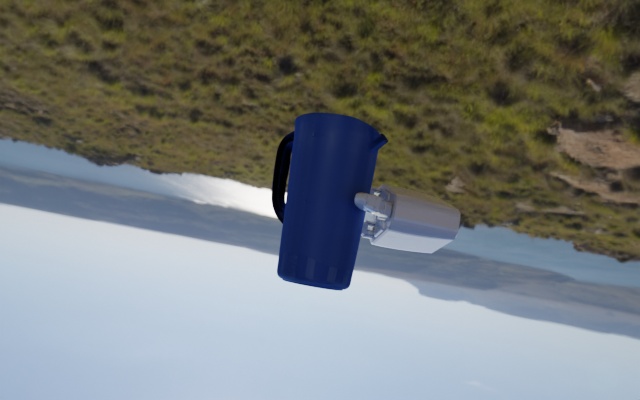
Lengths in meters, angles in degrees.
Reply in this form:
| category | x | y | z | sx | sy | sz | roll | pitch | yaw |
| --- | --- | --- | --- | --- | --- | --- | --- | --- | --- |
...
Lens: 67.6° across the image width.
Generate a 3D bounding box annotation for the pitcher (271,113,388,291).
| category | x | y | z | sx | sy | sz | roll | pitch | yaw |
| --- | --- | --- | --- | --- | --- | --- | --- | --- | --- |
| pitcher | 0.000 | 0.002 | 0.707 | 0.145 | 0.243 | 0.149 | 11 | -7 | -11 |
